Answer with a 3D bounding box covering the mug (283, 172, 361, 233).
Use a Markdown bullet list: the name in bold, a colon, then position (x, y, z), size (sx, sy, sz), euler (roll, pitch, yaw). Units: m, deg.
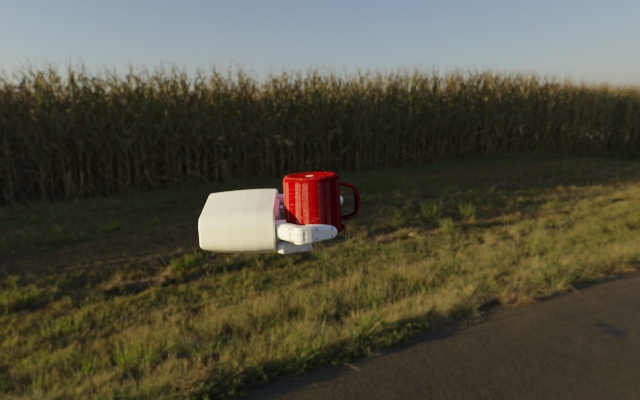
- **mug**: position (0.002, 0.002, 0.695), size (0.117, 0.081, 0.093), euler (-3, 10, -1)
